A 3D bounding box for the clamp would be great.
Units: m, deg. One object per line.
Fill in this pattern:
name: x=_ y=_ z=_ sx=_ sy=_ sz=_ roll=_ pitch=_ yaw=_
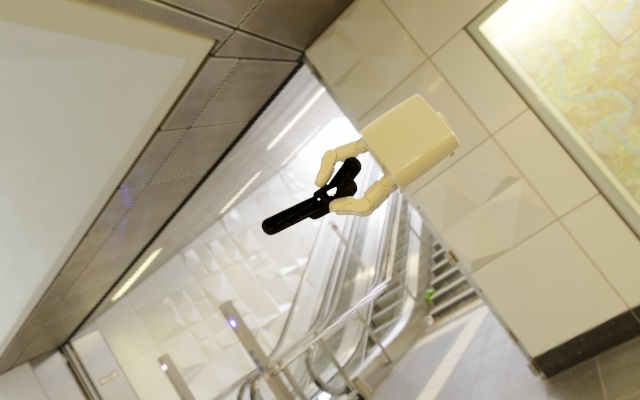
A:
clamp: x=0.000 y=0.002 z=0.732 sx=0.164 sy=0.036 sz=0.210 roll=-34 pitch=-9 yaw=5
